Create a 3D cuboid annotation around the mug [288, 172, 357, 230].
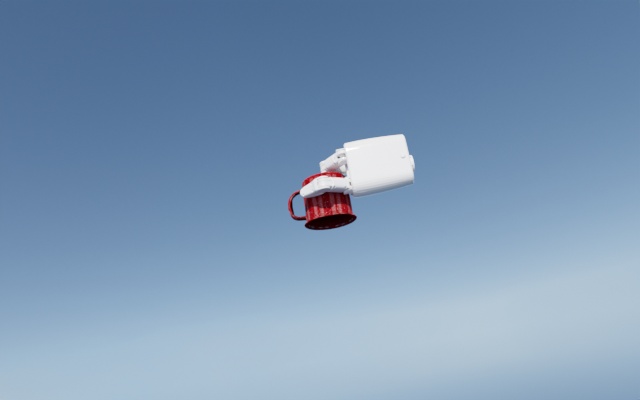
[{"bbox_3d":[-0.001,0.003,0.849,0.117,0.081,0.093,-10,-18,1],"label":"mug"}]
